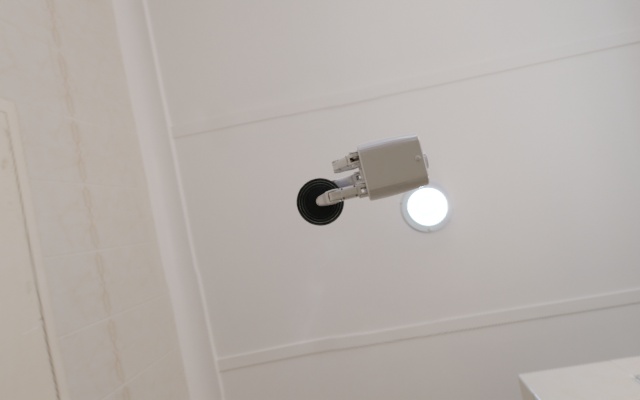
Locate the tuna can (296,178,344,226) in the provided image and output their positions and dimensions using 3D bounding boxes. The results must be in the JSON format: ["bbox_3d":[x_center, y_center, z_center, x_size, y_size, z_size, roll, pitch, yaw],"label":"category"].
[{"bbox_3d":[0.000,0.003,0.870,0.086,0.086,0.034,0,-1,2],"label":"tuna can"}]
